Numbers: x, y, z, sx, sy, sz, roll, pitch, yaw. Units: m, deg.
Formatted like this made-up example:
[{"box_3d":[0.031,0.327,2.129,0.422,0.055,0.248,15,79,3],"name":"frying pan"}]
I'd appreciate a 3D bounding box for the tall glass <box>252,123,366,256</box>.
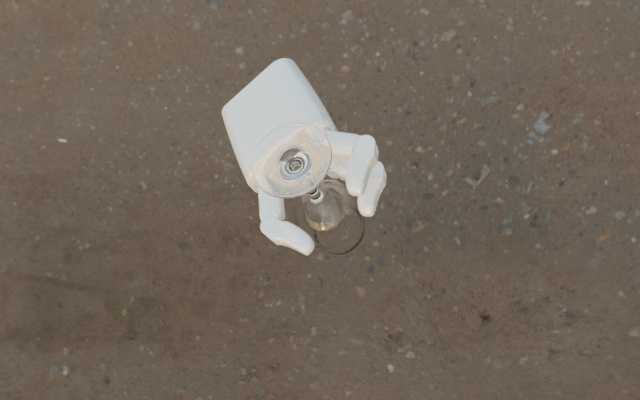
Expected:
[{"box_3d":[0.000,0.002,0.506,0.079,0.079,0.201,0,-23,17],"name":"tall glass"}]
